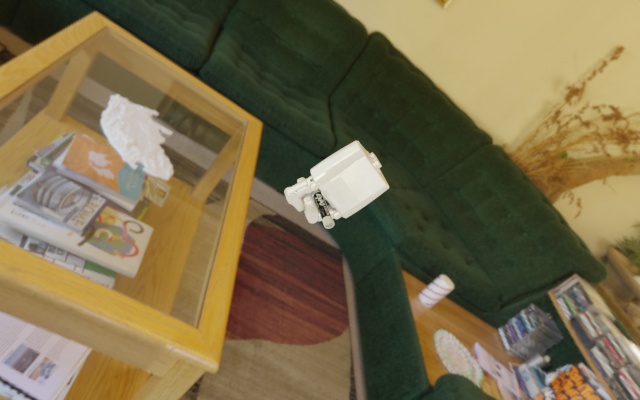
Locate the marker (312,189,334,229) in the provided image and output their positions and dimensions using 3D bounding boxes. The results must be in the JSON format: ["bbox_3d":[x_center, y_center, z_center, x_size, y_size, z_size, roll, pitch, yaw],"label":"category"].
[{"bbox_3d":[0.000,0.003,0.887,0.020,0.020,0.121,0,43,-21],"label":"marker"}]
